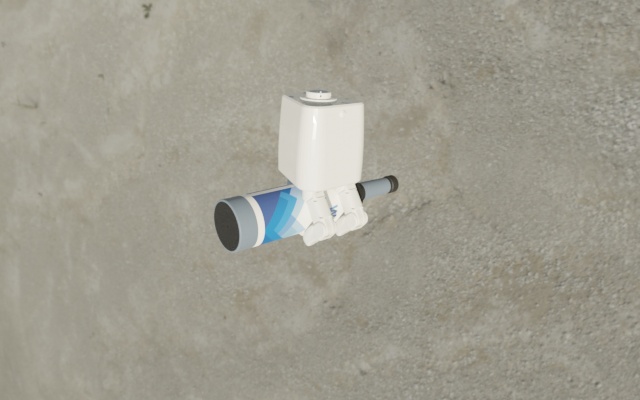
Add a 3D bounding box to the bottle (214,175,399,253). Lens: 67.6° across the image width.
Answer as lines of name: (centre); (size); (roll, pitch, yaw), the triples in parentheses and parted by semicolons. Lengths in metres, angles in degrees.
bottle: (0.000, 0.002, 0.664); (0.295, 0.069, 0.069); (-14, 9, -37)
